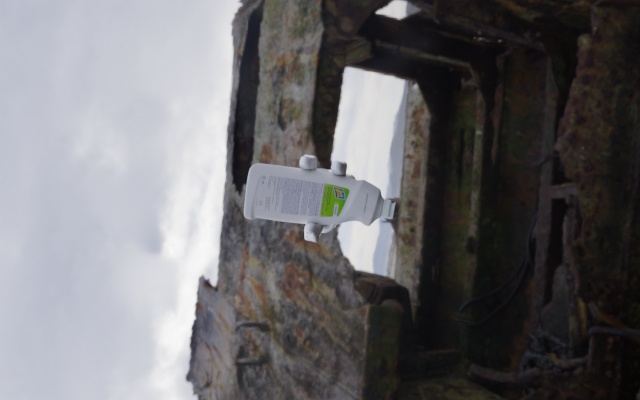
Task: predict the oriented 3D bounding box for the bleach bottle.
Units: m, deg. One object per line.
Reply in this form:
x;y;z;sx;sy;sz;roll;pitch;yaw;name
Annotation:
0.000;0.003;0.817;0.251;0.102;0.068;10;13;10;bleach bottle
